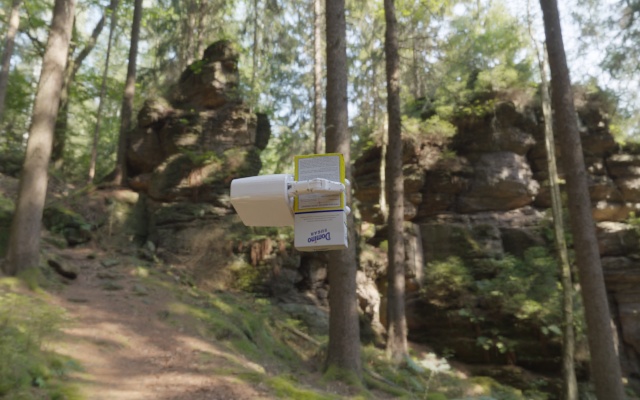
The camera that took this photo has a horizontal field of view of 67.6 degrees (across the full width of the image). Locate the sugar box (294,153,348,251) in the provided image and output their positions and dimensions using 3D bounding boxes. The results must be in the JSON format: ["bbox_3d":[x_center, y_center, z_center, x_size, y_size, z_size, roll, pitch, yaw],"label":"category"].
[{"bbox_3d":[0.000,0.003,0.876,0.093,0.176,0.048,-3,-16,10],"label":"sugar box"}]
